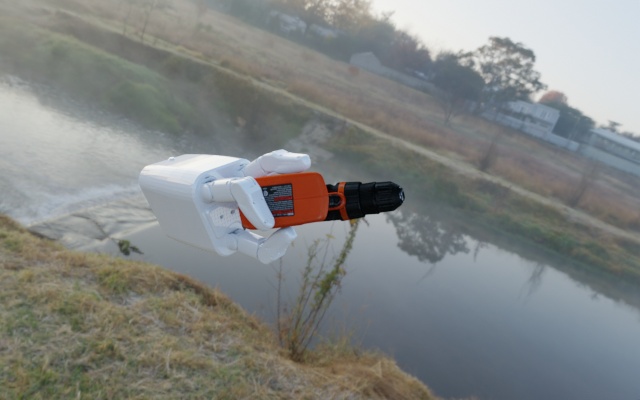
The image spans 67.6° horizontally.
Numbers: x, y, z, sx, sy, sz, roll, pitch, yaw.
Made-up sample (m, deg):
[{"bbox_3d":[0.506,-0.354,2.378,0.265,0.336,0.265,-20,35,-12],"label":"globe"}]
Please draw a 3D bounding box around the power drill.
[{"bbox_3d":[0.000,0.002,0.582,0.184,0.057,0.187,-8,-5,18],"label":"power drill"}]
